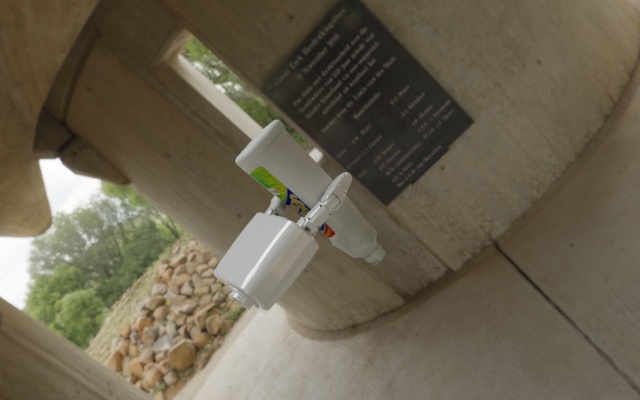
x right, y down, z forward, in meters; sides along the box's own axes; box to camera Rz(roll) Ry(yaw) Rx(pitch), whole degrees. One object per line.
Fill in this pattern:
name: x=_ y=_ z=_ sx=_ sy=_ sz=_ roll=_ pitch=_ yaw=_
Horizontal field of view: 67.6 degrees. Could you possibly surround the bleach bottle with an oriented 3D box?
bleach bottle: x=0.000 y=0.002 z=0.671 sx=0.251 sy=0.068 sz=0.102 roll=42 pitch=-20 yaw=-14
